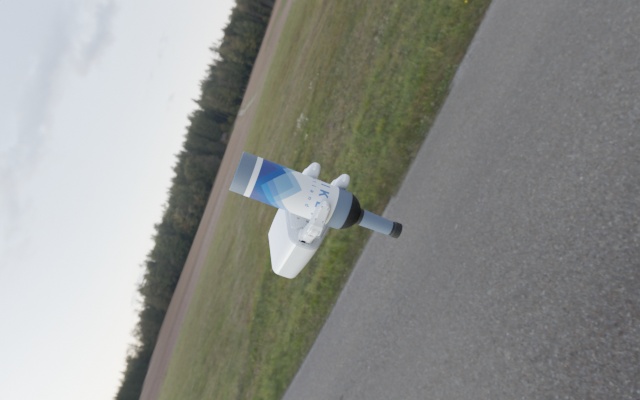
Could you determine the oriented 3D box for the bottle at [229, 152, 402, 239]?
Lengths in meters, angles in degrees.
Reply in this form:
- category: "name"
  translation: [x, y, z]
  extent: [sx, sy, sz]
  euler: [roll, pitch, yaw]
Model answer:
- category: "bottle"
  translation: [0.000, 0.002, 0.794]
  extent: [0.296, 0.069, 0.069]
  euler: [21, -4, -12]
